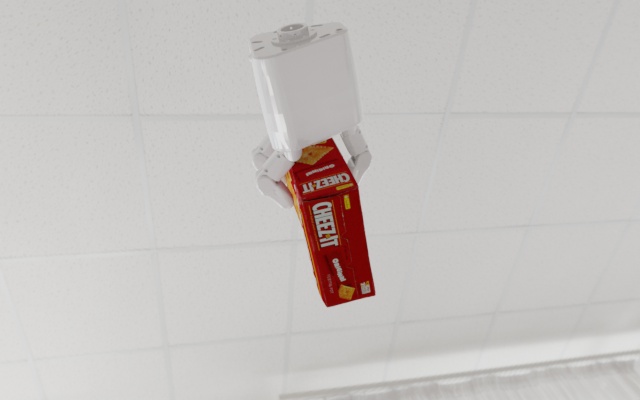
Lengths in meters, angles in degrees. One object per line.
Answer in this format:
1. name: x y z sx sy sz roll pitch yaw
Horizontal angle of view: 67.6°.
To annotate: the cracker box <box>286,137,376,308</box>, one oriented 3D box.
1. cracker box: 0.000 0.002 0.612 0.072 0.164 0.213 -15 35 -3
